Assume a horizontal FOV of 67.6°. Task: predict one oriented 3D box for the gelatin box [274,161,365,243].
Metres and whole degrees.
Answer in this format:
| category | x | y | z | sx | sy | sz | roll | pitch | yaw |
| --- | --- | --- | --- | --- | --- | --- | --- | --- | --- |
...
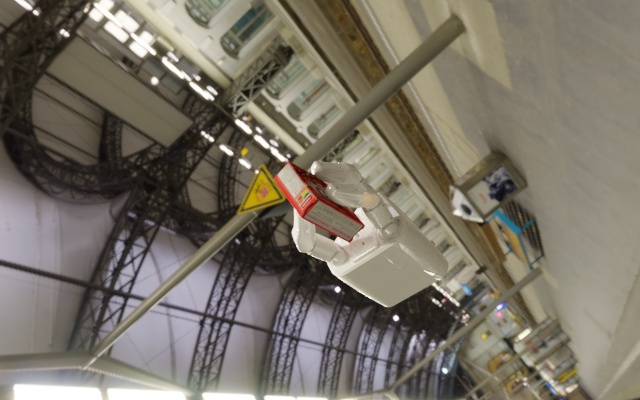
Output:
| category | x | y | z | sx | sy | sz | roll | pitch | yaw |
| --- | --- | --- | --- | --- | --- | --- | --- | --- | --- |
| gelatin box | 0.000 | 0.002 | 0.526 | 0.089 | 0.030 | 0.073 | 29 | 17 | -45 |
